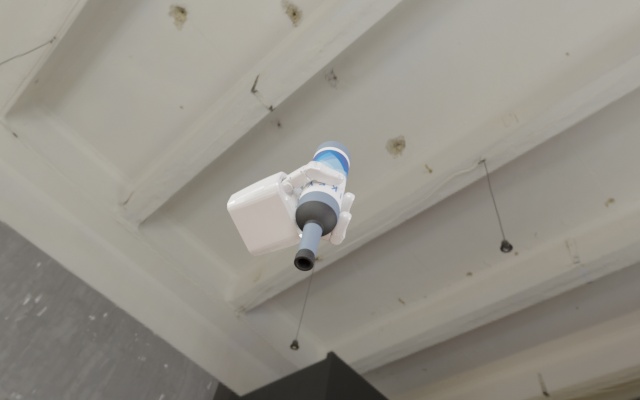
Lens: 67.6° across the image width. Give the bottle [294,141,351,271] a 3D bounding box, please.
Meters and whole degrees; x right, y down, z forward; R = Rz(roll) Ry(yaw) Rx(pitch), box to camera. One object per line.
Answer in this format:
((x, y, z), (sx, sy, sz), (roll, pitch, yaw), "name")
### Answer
((0.000, 0.002, 0.758), (0.069, 0.069, 0.295), (0, 34, 11), "bottle")
